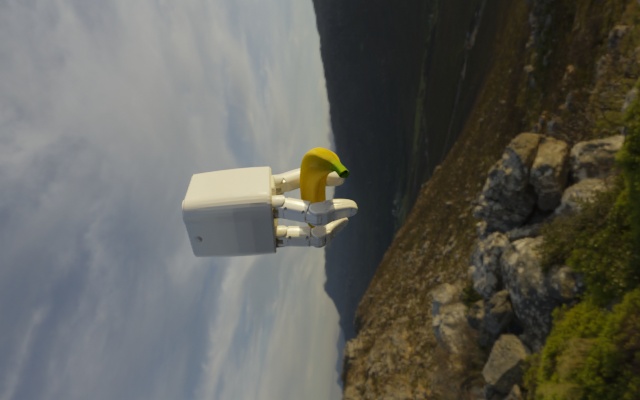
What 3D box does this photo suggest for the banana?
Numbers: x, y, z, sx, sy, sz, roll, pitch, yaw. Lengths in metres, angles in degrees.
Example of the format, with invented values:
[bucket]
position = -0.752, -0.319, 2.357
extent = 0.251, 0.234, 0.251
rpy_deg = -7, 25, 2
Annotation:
[banana]
position = -0.005, -0.016, 0.619
extent = 0.037, 0.069, 0.198
rpy_deg = -13, -21, -12
